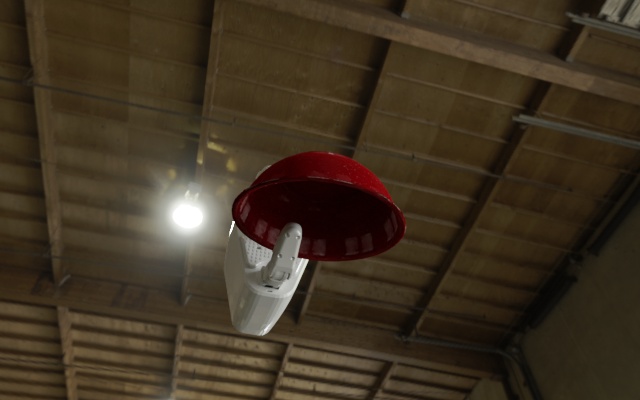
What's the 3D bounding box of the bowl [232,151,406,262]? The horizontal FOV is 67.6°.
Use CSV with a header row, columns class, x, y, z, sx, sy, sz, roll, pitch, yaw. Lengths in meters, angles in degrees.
class,x,y,z,sx,sy,sz,roll,pitch,yaw
bowl,0.001,0.001,0.456,0.162,0.055,0.162,5,-30,3
